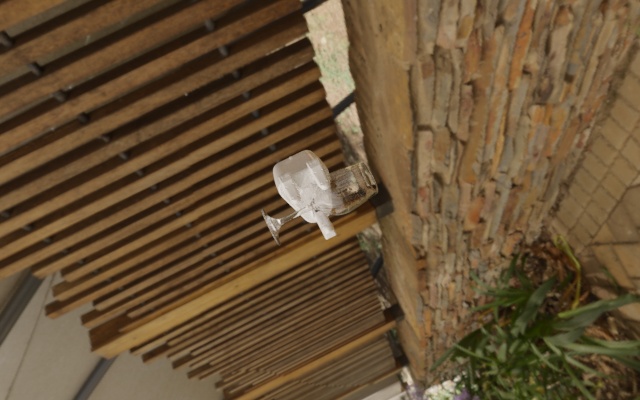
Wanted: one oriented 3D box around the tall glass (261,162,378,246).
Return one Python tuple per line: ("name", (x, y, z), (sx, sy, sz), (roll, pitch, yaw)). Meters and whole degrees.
("tall glass", (0.000, 0.003, 0.851), (0.201, 0.079, 0.079), (-26, 1, -2))
